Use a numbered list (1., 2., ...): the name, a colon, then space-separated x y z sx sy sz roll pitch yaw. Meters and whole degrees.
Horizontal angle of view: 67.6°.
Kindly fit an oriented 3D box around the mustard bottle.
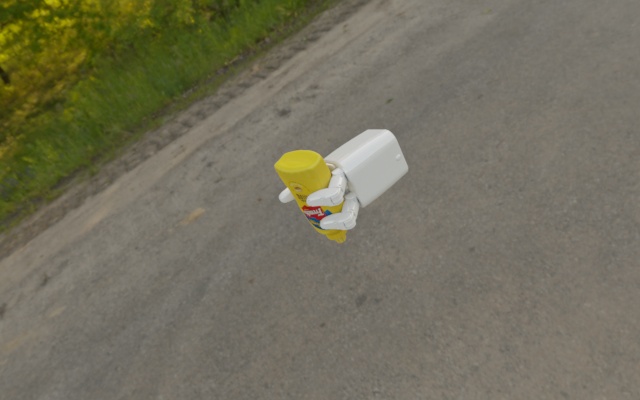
1. mustard bottle: 0.000 0.003 0.829 0.096 0.192 0.058 7 48 42
